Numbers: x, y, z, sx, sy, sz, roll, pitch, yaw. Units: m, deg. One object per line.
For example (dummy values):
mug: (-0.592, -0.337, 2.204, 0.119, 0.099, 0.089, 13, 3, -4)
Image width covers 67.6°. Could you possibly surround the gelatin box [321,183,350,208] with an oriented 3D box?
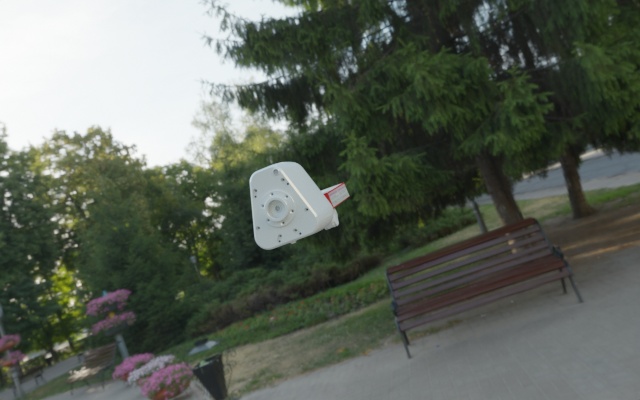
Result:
gelatin box: (0.000, 0.002, 0.803, 0.073, 0.030, 0.089, -20, 6, 24)
